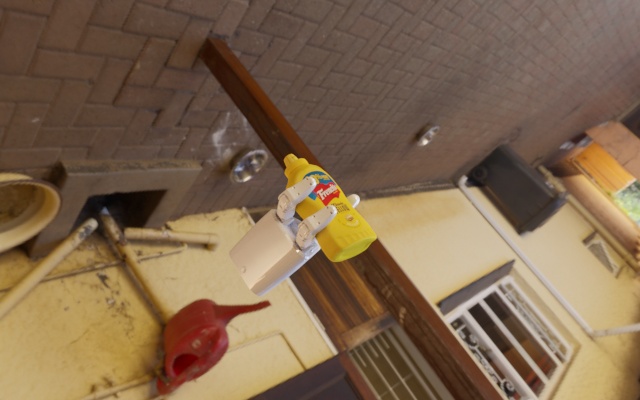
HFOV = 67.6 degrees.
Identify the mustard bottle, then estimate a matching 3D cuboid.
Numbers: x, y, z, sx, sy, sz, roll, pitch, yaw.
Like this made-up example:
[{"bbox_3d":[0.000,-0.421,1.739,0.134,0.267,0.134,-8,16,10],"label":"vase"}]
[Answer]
[{"bbox_3d":[0.000,0.002,0.748,0.096,0.191,0.058,-14,-30,-47],"label":"mustard bottle"}]
